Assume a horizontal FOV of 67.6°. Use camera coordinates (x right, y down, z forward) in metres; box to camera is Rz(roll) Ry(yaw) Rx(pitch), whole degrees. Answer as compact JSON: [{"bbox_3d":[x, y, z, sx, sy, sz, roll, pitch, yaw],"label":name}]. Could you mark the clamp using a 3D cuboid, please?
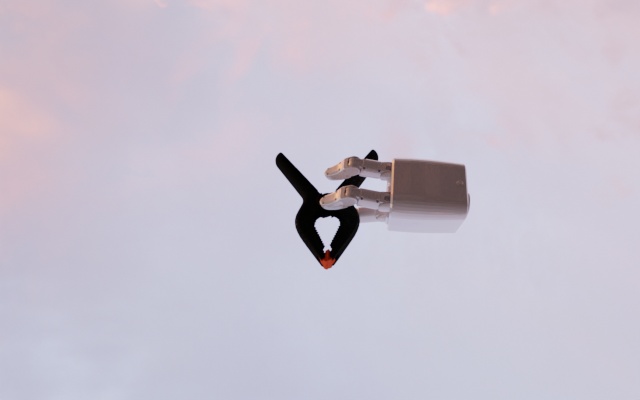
[{"bbox_3d":[0.000,0.003,0.719,0.164,0.209,0.036,3,-34,7],"label":"clamp"}]
